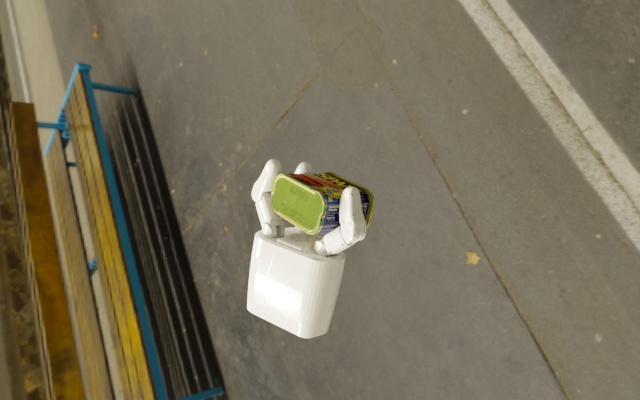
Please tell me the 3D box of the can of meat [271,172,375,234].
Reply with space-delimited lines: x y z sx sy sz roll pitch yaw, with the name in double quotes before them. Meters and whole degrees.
"can of meat" 0.000 0.002 0.585 0.084 0.057 0.102 -2 22 -43
